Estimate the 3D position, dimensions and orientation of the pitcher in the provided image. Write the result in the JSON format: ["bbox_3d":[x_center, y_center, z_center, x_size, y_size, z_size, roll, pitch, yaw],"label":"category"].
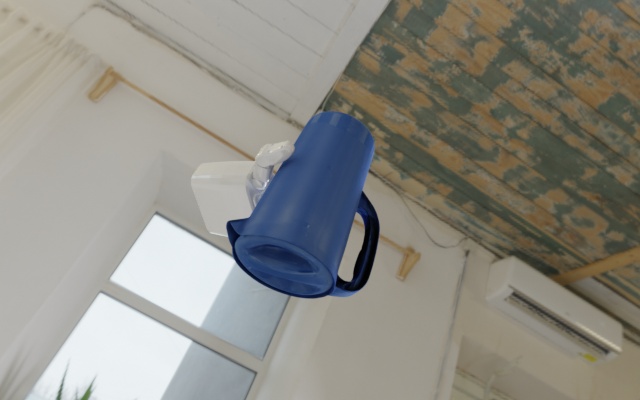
[{"bbox_3d":[0.000,0.002,0.635,0.145,0.242,0.149,1,-41,28],"label":"pitcher"}]
